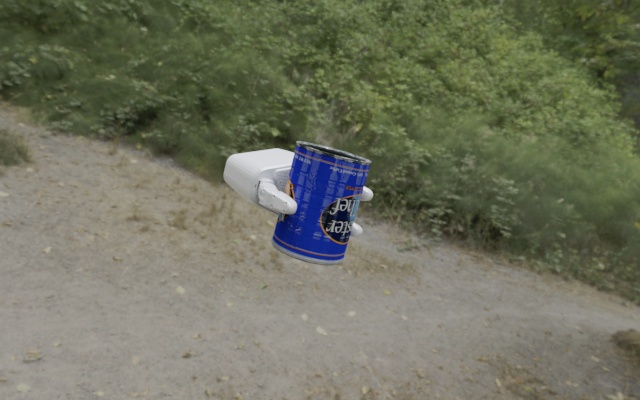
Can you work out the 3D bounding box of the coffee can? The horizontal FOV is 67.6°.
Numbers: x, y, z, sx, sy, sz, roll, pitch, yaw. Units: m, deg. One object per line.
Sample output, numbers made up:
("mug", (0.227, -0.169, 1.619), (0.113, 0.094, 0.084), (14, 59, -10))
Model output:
("coffee can", (0.000, 0.002, 0.637), (0.103, 0.140, 0.103), (15, 11, -3))
